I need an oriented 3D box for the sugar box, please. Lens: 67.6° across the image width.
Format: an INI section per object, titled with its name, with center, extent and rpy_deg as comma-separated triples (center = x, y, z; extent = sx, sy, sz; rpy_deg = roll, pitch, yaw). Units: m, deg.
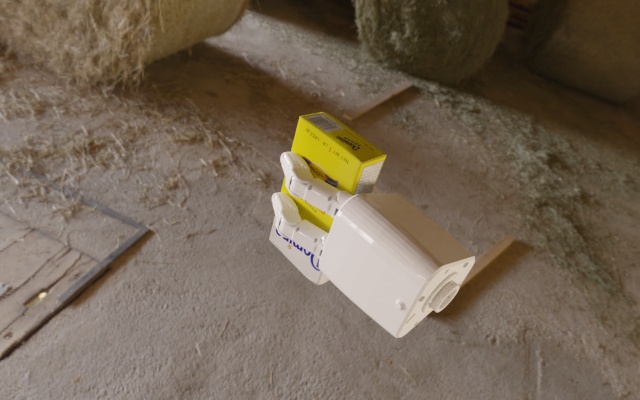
[sugar box]
center = 0.000, 0.002, 0.526
extent = 0.048, 0.176, 0.093
rpy_deg = -19, 49, -42
